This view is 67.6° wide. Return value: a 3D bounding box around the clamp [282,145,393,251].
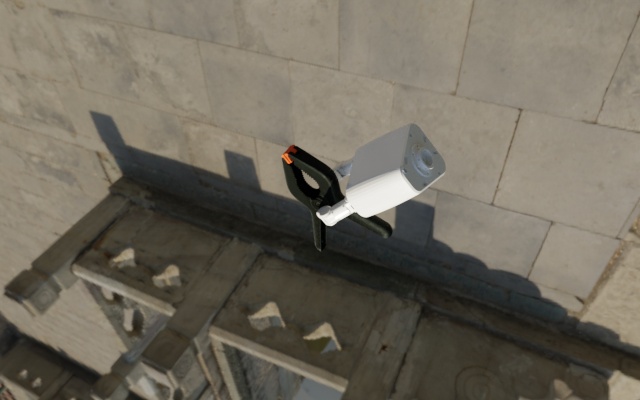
[{"bbox_3d":[0.000,0.003,0.795,0.164,0.210,0.036,-26,22,44],"label":"clamp"}]
